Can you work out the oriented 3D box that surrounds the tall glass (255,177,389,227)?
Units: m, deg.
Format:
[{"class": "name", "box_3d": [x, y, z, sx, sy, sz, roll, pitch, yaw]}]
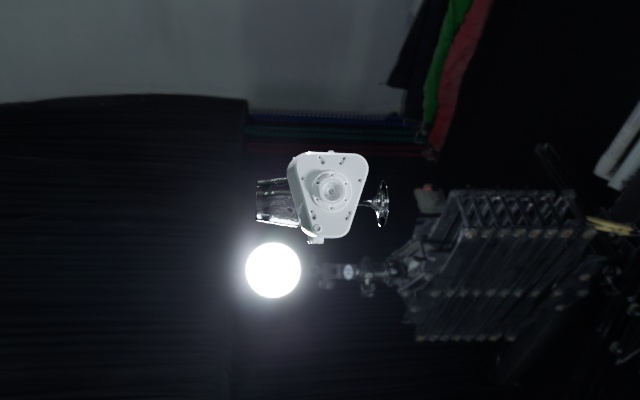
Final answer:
[{"class": "tall glass", "box_3d": [0.001, 0.003, 0.745, 0.201, 0.079, 0.079, 1, 0, -7]}]
